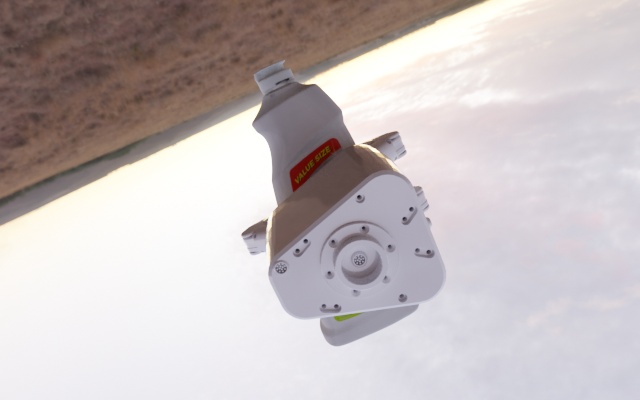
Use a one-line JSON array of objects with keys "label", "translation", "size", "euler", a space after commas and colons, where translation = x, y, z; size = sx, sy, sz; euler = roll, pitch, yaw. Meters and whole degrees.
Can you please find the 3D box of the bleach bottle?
[{"label": "bleach bottle", "translation": [0.000, 0.001, 0.432], "size": [0.102, 0.251, 0.068], "euler": [-24, 14, 2]}]
